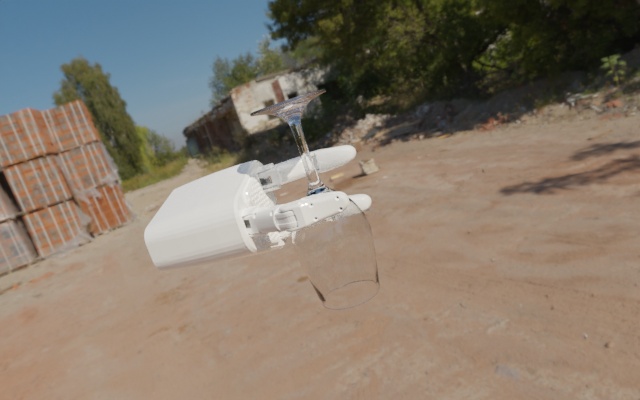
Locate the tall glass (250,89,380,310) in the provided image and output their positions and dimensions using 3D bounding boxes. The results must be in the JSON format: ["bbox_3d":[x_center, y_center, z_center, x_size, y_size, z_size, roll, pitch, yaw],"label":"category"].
[{"bbox_3d":[0.000,0.001,0.460,0.079,0.201,0.079,-18,11,3],"label":"tall glass"}]
